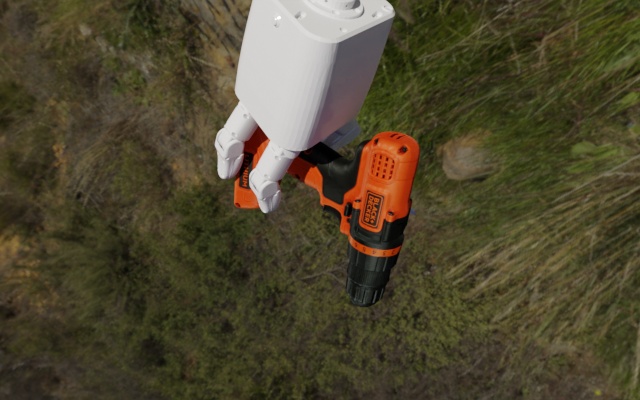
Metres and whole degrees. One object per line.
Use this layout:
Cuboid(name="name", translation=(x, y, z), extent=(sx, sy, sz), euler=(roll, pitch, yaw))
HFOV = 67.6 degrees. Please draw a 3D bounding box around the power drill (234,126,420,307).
Cuboid(name="power drill", translation=(0.000, 0.001, 0.488), extent=(0.187, 0.184, 0.057), euler=(22, 27, 24))
